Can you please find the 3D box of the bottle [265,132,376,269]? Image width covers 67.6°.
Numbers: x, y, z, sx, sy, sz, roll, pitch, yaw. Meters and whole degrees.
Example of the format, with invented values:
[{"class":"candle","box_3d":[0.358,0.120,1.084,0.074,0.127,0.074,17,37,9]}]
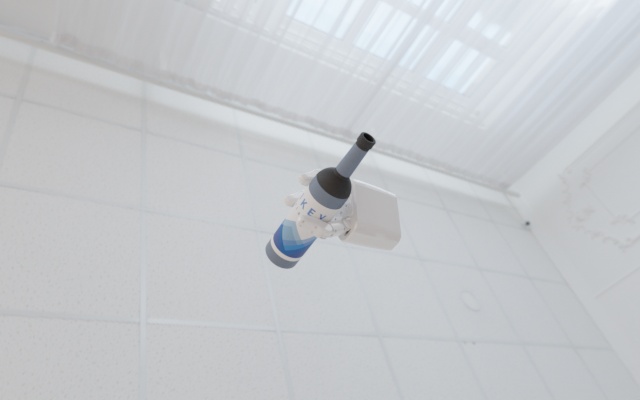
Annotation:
[{"class":"bottle","box_3d":[0.000,0.003,0.807,0.069,0.069,0.296,0,-42,-42]}]
